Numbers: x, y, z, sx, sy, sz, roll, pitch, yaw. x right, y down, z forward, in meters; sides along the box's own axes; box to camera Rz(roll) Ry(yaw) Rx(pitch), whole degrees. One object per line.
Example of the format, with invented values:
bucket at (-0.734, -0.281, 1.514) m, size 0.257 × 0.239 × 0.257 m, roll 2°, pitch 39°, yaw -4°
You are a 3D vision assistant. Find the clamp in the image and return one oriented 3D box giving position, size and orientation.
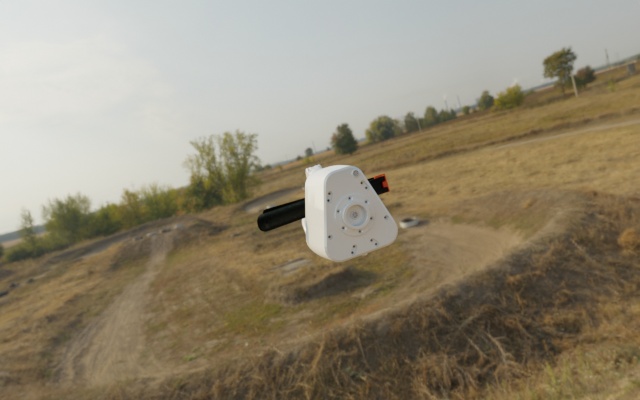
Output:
clamp at (0.000, 0.001, 0.734) m, size 0.210 × 0.036 × 0.164 m, roll -17°, pitch 4°, yaw -10°
